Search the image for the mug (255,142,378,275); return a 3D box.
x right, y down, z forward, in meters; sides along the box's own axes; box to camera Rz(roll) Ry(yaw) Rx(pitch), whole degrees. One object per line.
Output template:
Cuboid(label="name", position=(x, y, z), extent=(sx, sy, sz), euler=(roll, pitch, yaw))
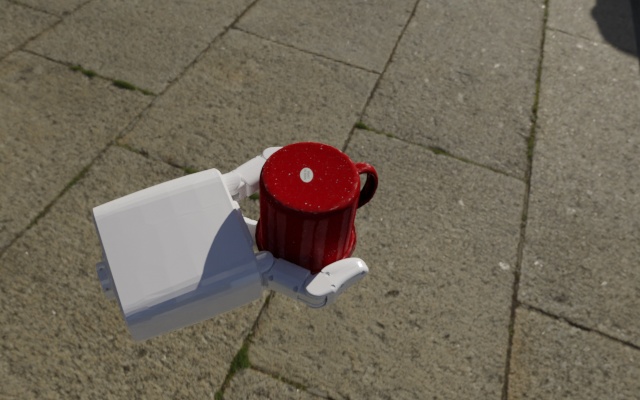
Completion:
Cuboid(label="mug", position=(0.001, 0.001, 0.410), extent=(0.117, 0.093, 0.082), euler=(-20, -35, -20))
